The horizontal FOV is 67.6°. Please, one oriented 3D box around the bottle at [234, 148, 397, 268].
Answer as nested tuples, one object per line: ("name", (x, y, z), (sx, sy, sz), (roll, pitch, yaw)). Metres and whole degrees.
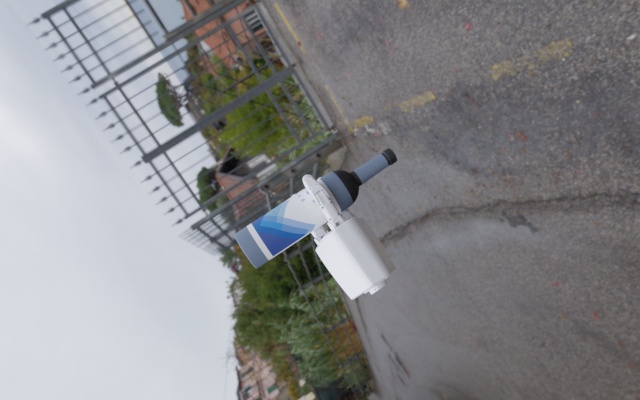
("bottle", (0.000, 0.003, 0.792), (0.295, 0.069, 0.069), (-33, 4, -7))
